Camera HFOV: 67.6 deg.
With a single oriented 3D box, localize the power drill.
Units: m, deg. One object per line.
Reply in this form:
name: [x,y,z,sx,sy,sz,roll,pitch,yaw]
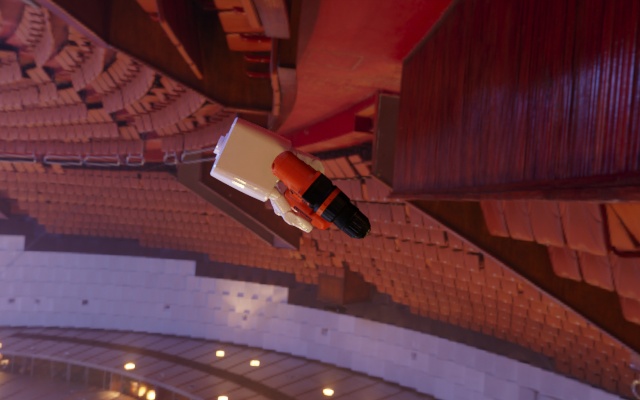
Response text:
power drill: [0.000,0.003,0.801,0.184,0.057,0.188,42,-10,4]
